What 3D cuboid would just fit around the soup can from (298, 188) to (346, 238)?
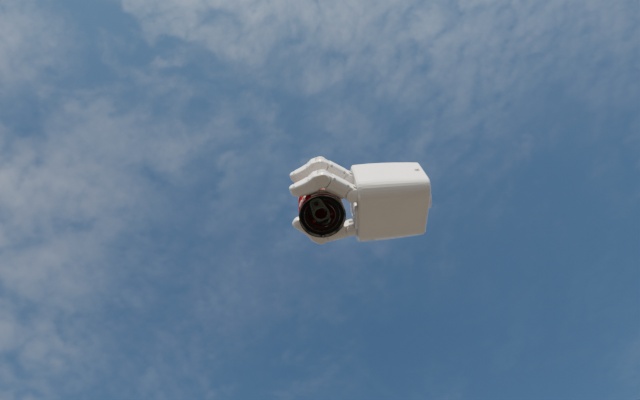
[{"bbox_3d":[0.000,0.002,0.726,0.068,0.068,0.102,0,25,-3],"label":"soup can"}]
